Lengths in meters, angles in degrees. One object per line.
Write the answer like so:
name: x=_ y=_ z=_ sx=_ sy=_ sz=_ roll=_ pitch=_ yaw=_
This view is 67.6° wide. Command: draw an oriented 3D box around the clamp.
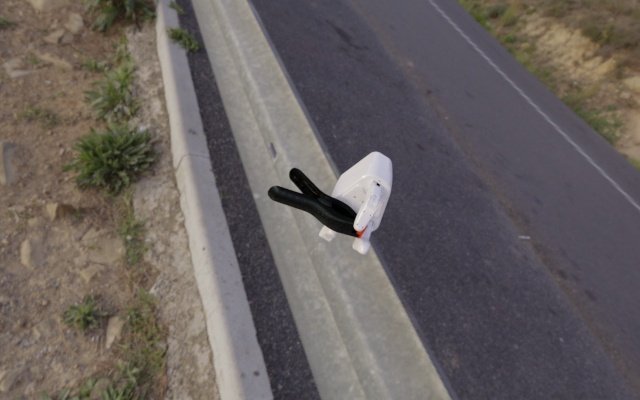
clamp: x=0.001 y=0.002 z=0.803 sx=0.171 sy=0.039 sz=0.120 roll=30 pitch=31 yaw=-6
